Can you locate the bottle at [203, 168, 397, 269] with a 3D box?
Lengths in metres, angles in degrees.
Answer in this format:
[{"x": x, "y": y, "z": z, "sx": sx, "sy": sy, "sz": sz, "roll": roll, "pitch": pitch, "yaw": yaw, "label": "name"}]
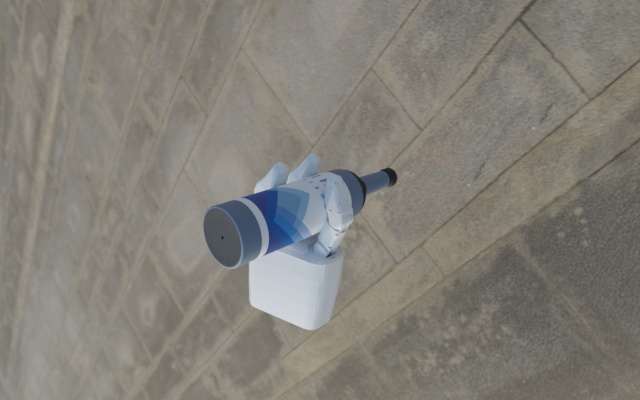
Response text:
[{"x": 0.000, "y": 0.002, "z": 0.581, "sx": 0.069, "sy": 0.069, "sz": 0.295, "roll": 0, "pitch": 14, "yaw": 44, "label": "bottle"}]
